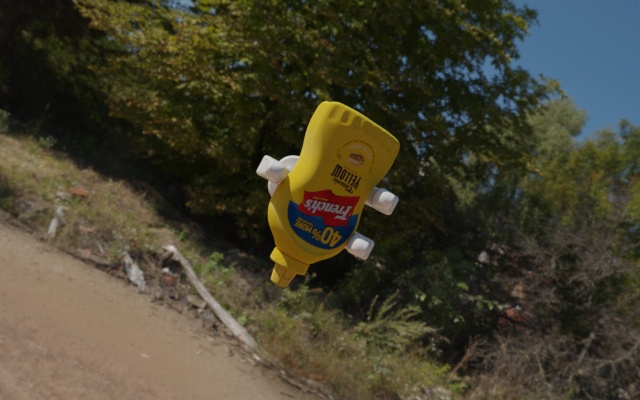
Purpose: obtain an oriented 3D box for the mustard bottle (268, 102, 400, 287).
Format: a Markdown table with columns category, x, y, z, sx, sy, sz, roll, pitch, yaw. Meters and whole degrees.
| category | x | y | z | sx | sy | sz | roll | pitch | yaw |
| --- | --- | --- | --- | --- | --- | --- | --- | --- | --- |
| mustard bottle | 0.000 | 0.001 | 0.496 | 0.096 | 0.191 | 0.058 | 28 | 0 | -28 |
